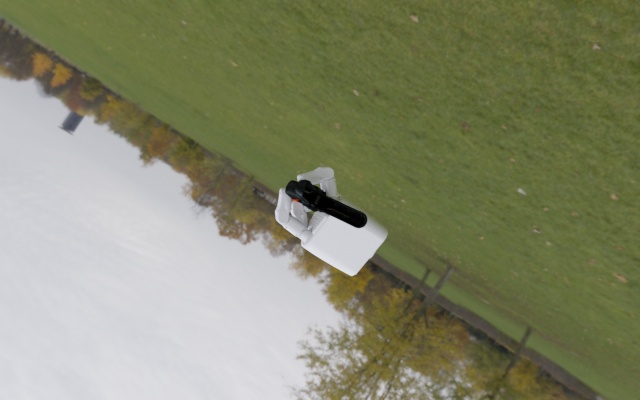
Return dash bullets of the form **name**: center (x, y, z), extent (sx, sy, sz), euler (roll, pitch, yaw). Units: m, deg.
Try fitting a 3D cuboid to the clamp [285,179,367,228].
- **clamp**: center (0.000, 0.003, 0.737), extent (0.120, 0.039, 0.171), euler (35, -4, -14)
